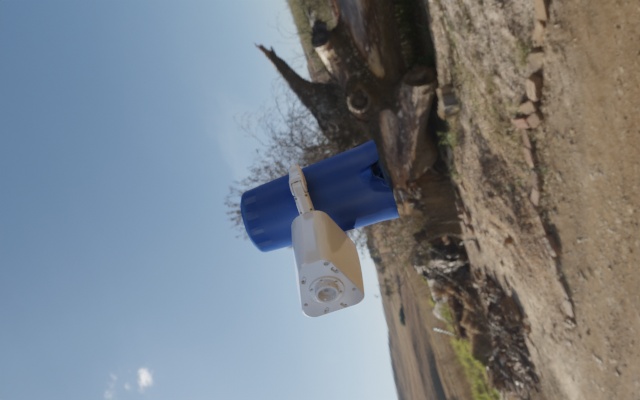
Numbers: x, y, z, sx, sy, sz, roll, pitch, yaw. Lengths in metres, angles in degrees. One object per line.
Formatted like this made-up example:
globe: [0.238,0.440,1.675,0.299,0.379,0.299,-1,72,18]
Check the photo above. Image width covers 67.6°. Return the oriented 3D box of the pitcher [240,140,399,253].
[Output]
pitcher: [0.000,0.003,0.796,0.243,0.149,0.145,-18,34,6]
